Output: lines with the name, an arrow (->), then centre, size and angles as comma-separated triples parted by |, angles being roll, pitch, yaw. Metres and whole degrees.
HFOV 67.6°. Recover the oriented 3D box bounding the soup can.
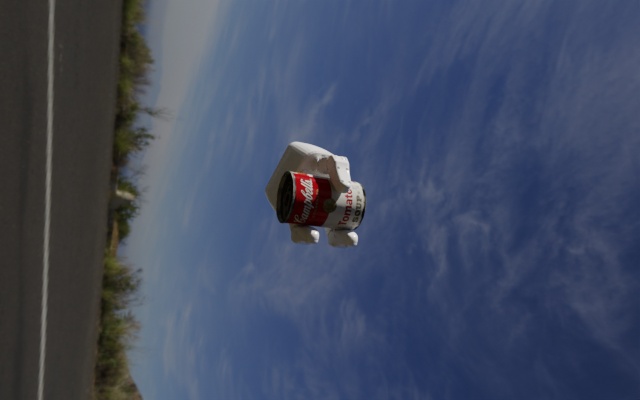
soup can -> 0.001, 0.002, 0.628 | 0.102, 0.068, 0.068 | 8, -3, -22
